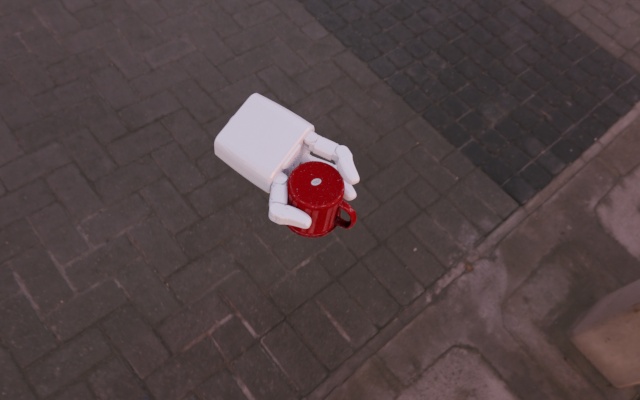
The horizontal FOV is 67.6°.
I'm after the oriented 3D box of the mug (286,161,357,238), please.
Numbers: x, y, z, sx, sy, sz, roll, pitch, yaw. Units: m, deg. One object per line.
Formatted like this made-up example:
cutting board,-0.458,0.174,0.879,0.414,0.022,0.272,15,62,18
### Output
mug,0.001,0.003,0.697,0.117,0.093,0.081,32,-29,11
